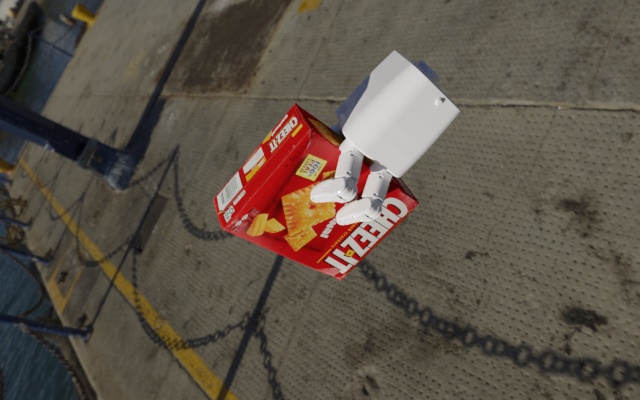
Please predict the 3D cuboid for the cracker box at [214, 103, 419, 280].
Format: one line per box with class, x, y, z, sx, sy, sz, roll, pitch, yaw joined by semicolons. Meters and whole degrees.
cracker box;0.000;0.002;0.615;0.214;0.164;0.072;30;22;-38
